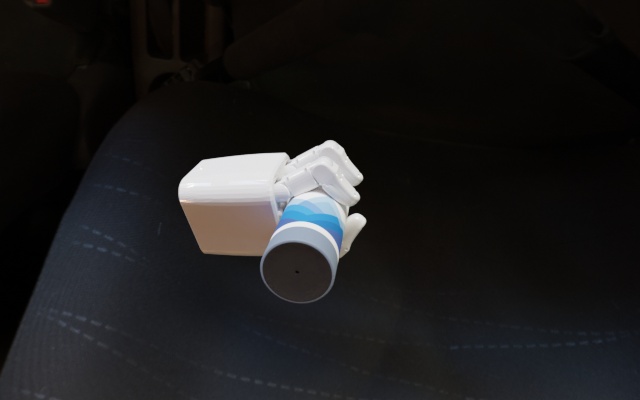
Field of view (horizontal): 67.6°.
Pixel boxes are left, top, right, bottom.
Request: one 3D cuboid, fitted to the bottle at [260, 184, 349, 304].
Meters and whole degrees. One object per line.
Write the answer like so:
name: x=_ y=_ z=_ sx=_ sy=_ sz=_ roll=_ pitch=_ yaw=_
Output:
bottle: x=0.000 y=0.002 z=0.547 sx=0.069 sy=0.069 sz=0.295 roll=0 pitch=25 yaw=9
